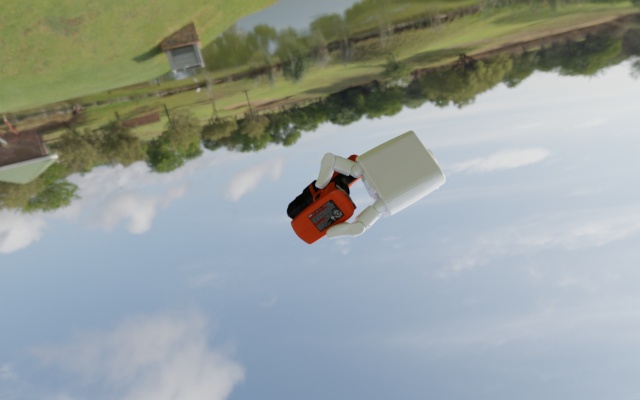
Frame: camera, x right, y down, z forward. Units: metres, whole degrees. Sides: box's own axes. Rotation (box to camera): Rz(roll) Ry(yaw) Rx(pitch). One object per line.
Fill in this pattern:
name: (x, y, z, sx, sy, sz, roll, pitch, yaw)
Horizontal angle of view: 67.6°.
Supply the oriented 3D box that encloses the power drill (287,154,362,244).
power drill: (0.000, 0.003, 0.846, 0.184, 0.057, 0.187, -38, 14, 19)
